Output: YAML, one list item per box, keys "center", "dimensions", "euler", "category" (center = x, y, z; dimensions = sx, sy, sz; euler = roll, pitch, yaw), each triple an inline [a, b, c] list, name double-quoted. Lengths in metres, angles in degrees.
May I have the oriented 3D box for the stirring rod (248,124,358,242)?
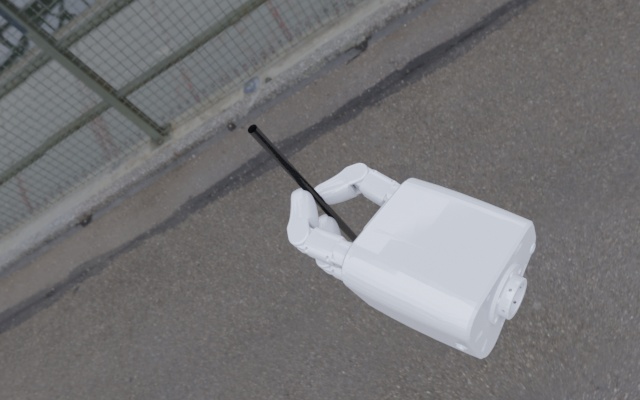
- center: [0.000, 0.001, 0.451]
  dimensions: [0.011, 0.011, 0.240]
  euler: [0, -27, 28]
  category: "stirring rod"
